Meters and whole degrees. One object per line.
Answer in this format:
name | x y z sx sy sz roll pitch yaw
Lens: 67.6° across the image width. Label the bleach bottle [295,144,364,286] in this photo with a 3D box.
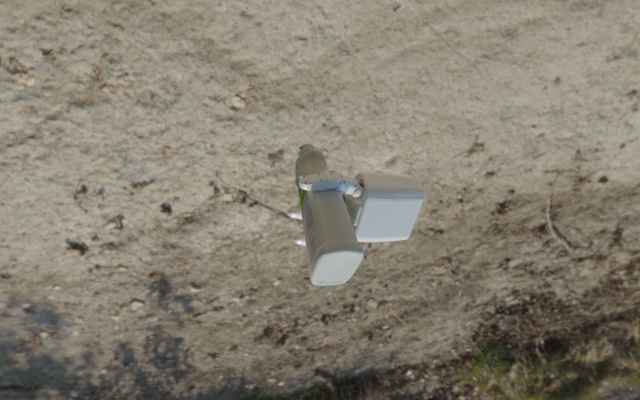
bleach bottle | 0.000 0.003 0.756 0.068 0.250 0.103 1 -39 -18
